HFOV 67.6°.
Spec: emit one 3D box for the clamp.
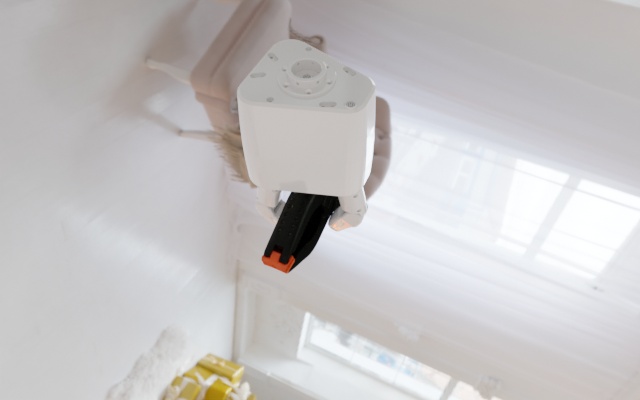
[{"bbox_3d":[0.001,0.002,0.535,0.036,0.210,0.165,19,-34,17],"label":"clamp"}]
